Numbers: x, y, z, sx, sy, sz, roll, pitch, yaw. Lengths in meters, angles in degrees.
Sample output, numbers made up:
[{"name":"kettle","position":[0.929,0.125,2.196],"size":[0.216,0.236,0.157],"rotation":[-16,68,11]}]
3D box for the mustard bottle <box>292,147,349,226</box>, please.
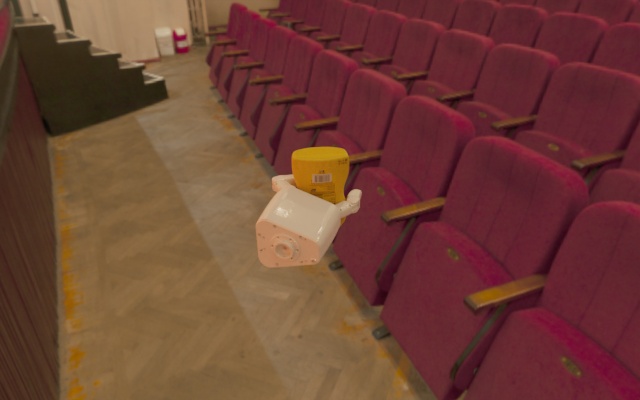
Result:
[{"name":"mustard bottle","position":[0.000,0.002,0.845],"size":[0.096,0.192,0.058],"rotation":[-4,30,-6]}]
